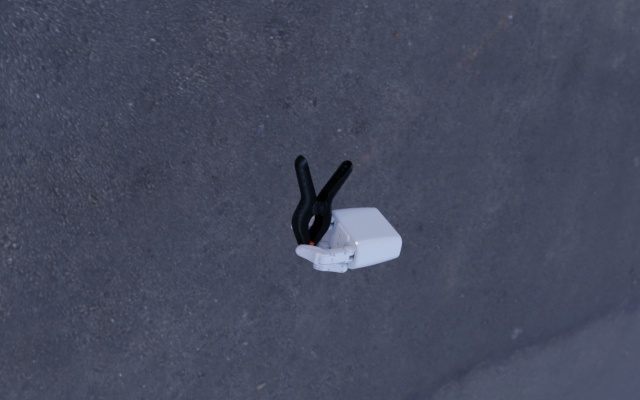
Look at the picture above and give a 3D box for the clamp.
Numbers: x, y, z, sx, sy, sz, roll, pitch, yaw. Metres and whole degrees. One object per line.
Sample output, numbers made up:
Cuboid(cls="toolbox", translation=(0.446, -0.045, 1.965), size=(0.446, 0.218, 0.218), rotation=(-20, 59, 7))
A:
Cuboid(cls="clamp", translation=(0.000, 0.003, 0.817), size=(0.120, 0.171, 0.039), rotation=(-6, 25, -33))
